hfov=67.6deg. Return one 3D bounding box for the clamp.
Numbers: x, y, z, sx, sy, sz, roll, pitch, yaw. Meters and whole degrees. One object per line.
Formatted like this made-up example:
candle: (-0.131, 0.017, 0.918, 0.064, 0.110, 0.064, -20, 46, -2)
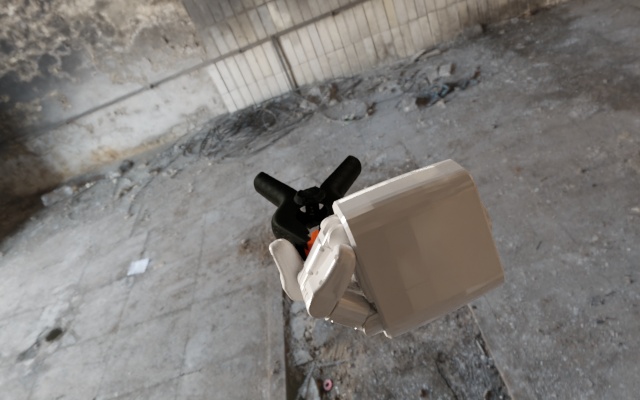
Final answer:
clamp: (0.000, 0.001, 0.475, 0.120, 0.039, 0.171, -20, 33, -4)
